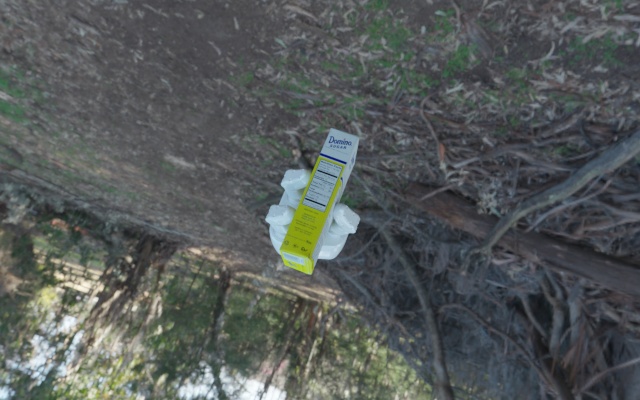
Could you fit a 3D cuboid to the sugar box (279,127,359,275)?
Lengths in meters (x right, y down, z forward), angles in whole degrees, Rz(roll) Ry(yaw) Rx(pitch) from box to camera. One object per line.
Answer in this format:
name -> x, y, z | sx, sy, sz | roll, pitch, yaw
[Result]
sugar box -> 0.000, 0.002, 0.631 | 0.048, 0.176, 0.093 | 18, -19, 6
